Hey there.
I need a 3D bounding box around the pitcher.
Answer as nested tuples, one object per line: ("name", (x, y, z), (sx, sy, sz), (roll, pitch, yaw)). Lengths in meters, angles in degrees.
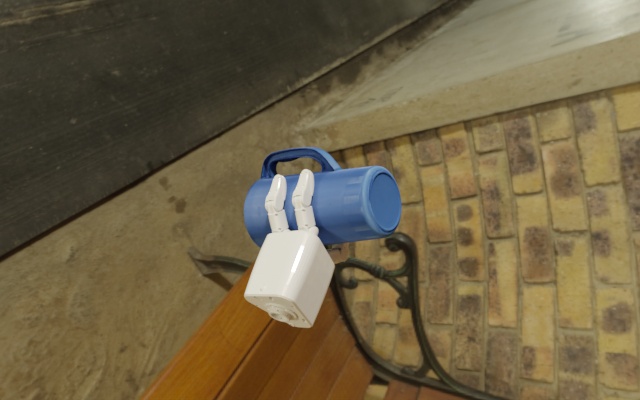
("pitcher", (0.000, 0.003, 0.771), (0.243, 0.145, 0.149), (-8, -41, 38))
